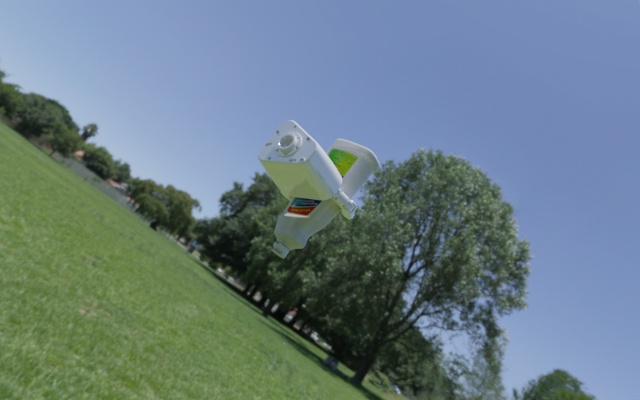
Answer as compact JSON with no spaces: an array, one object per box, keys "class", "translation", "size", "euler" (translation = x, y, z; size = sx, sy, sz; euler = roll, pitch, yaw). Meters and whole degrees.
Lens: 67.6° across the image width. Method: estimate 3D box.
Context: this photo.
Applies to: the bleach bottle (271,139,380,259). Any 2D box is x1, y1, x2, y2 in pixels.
[{"class":"bleach bottle","translation":[0.000,0.003,0.893],"size":[0.102,0.250,0.068],"euler":[26,-18,37]}]
